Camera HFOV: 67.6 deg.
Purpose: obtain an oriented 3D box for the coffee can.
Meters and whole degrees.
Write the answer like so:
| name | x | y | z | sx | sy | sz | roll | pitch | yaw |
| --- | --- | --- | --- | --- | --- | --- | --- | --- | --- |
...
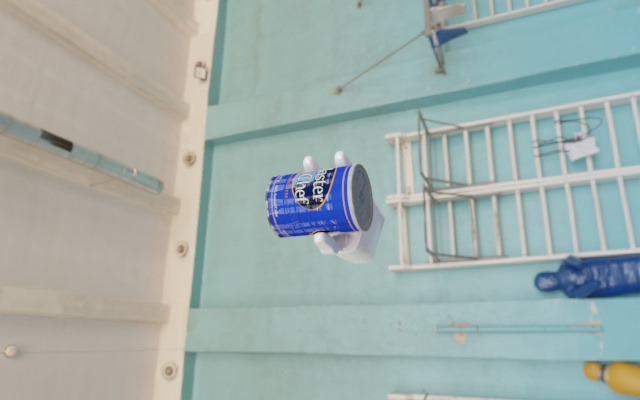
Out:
| name | x | y | z | sx | sy | sz | roll | pitch | yaw |
| --- | --- | --- | --- | --- | --- | --- | --- | --- | --- |
| coffee can | 0.000 | 0.002 | 0.741 | 0.140 | 0.103 | 0.103 | -6 | -3 | 23 |
